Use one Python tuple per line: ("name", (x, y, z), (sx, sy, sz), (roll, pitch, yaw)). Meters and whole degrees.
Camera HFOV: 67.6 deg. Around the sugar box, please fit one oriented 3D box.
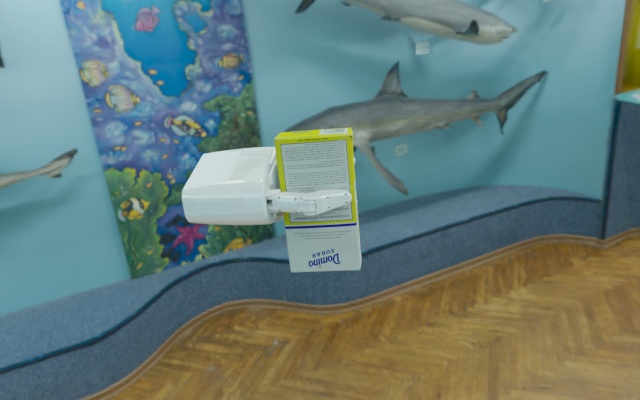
("sugar box", (0.000, 0.002, 0.599), (0.093, 0.176, 0.048), (-2, 21, 7))
